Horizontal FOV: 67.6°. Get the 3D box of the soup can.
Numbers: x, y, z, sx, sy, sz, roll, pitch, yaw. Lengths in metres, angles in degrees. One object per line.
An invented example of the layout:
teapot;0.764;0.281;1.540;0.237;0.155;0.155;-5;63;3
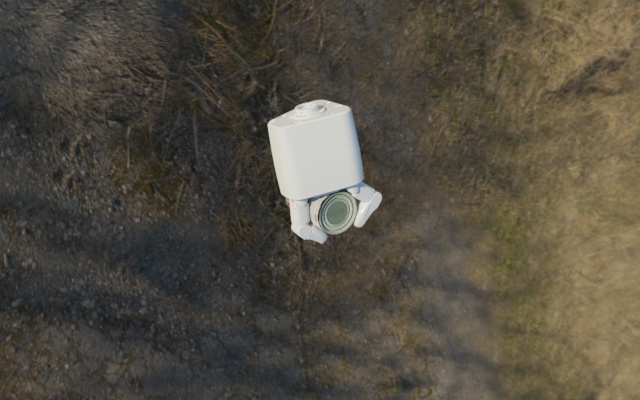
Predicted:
soup can;0.000;0.003;0.716;0.068;0.068;0.102;0;18;-33
